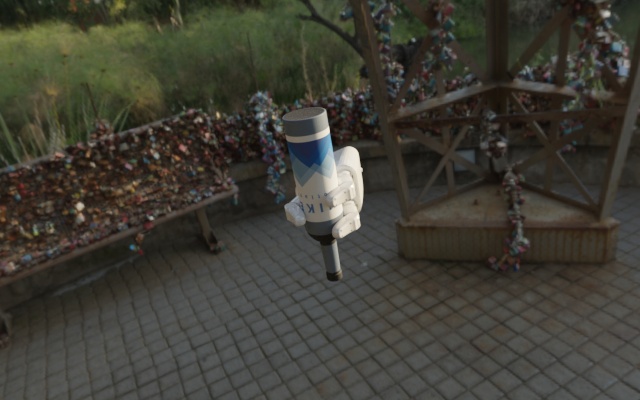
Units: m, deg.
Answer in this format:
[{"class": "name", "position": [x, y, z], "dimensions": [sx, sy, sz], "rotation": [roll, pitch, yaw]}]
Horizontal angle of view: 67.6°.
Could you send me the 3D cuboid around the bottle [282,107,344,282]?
[{"class": "bottle", "position": [0.000, 0.002, 0.771], "dimensions": [0.069, 0.296, 0.069], "rotation": [-9, 25, 4]}]
